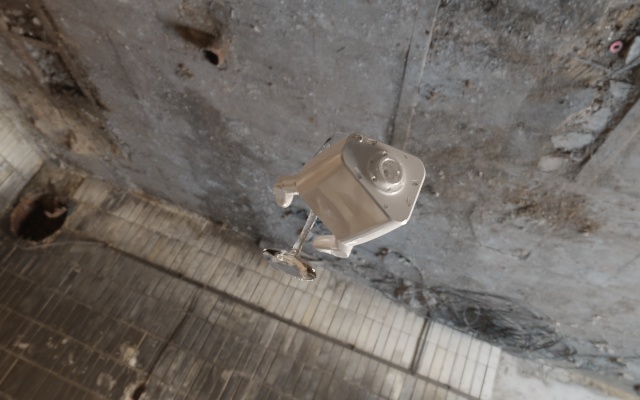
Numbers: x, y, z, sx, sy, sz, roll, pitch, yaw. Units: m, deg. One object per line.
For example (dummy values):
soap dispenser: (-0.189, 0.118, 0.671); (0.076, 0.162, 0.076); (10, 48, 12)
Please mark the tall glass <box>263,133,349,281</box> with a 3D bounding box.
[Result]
tall glass: (0.000, 0.003, 0.642); (0.079, 0.201, 0.079); (20, -28, 11)
